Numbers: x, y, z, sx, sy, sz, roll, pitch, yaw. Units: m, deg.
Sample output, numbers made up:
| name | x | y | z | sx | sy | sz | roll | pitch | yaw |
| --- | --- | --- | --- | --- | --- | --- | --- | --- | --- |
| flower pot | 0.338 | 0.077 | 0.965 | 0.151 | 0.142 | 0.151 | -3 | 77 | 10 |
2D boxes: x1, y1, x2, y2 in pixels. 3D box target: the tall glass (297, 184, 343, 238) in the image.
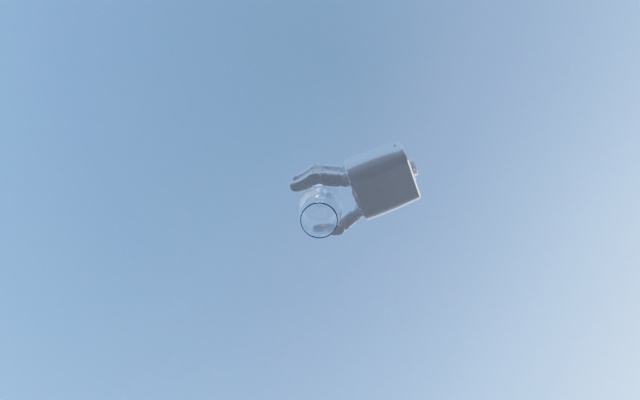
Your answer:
| name | x | y | z | sx | sy | sz | roll | pitch | yaw |
| --- | --- | --- | --- | --- | --- | --- | --- | --- | --- |
| tall glass | 0.000 | 0.003 | 0.863 | 0.079 | 0.079 | 0.201 | 0 | 18 | 2 |
